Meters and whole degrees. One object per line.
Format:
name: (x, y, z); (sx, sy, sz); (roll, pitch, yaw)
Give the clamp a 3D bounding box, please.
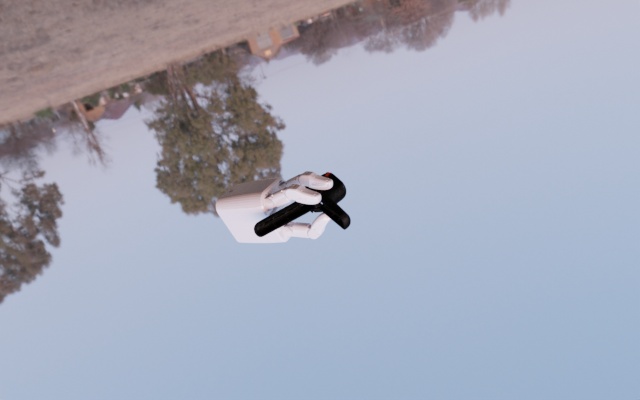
clamp: (0.000, 0.003, 0.831); (0.164, 0.036, 0.210); (-2, 25, 26)
